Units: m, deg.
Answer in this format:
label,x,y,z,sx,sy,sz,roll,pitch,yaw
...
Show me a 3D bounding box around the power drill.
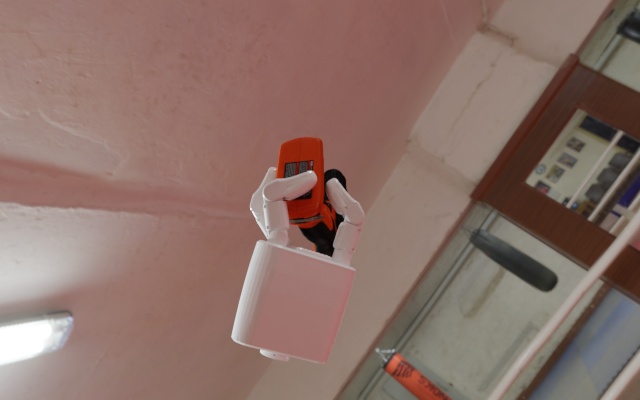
label,x,y,z,sx,sy,sz,roll,pitch,yaw
power drill,0.000,0.002,0.618,0.057,0.184,0.188,-8,-31,14
